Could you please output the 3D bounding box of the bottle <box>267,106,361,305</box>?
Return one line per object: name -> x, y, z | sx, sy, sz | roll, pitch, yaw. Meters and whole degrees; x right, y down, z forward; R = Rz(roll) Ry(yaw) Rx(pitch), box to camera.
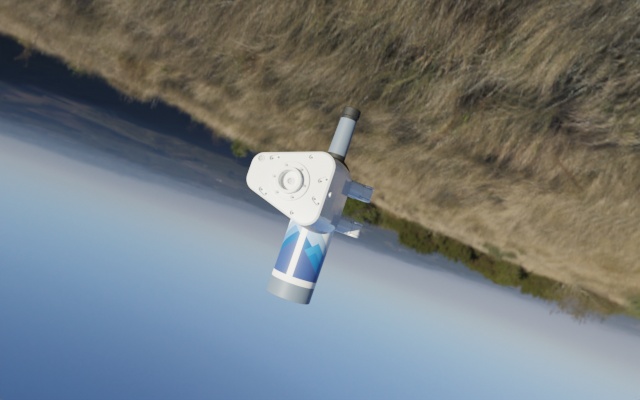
bottle -> 0.000, 0.003, 0.709 | 0.069, 0.295, 0.069 | 19, -3, 1
